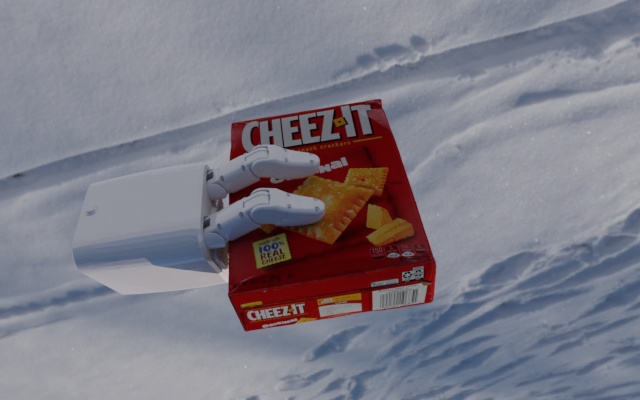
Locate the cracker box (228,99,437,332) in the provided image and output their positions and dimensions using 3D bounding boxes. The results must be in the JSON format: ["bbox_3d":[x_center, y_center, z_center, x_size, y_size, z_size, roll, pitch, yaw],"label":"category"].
[{"bbox_3d":[0.000,0.002,0.450,0.164,0.213,0.072,-9,-42,0],"label":"cracker box"}]
